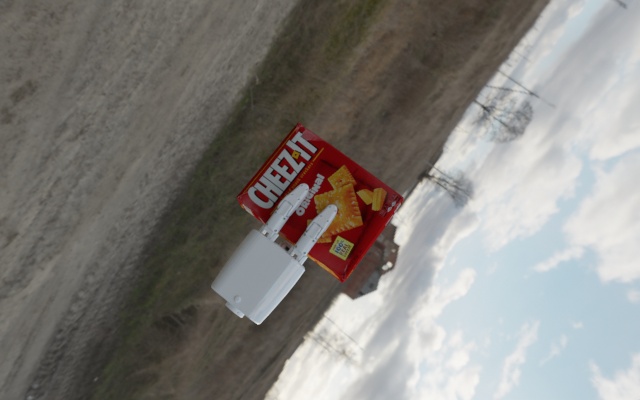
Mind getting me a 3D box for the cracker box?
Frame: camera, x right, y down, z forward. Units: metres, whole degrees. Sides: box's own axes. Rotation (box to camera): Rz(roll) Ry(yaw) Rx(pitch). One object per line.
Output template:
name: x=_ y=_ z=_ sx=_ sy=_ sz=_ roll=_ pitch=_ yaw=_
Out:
cracker box: x=0.000 y=0.003 z=0.768 sx=0.213 sy=0.164 sz=0.072 roll=37 pitch=-11 yaw=7
